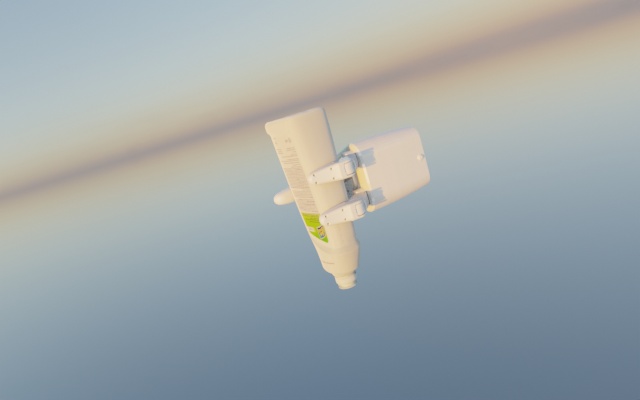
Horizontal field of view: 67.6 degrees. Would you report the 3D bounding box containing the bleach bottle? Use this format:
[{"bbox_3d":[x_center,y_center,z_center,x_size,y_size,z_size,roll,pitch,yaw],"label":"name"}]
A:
[{"bbox_3d":[0.000,0.002,0.665,0.068,0.251,0.102,-22,13,-22],"label":"bleach bottle"}]
